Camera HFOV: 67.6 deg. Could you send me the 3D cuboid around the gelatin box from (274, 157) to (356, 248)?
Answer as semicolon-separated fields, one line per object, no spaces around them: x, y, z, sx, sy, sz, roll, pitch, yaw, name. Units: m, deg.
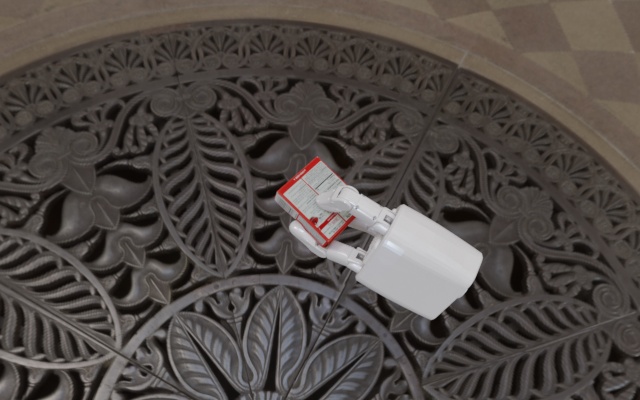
0.000;0.002;0.584;0.073;0.089;0.030;-44;-5;-24;gelatin box
